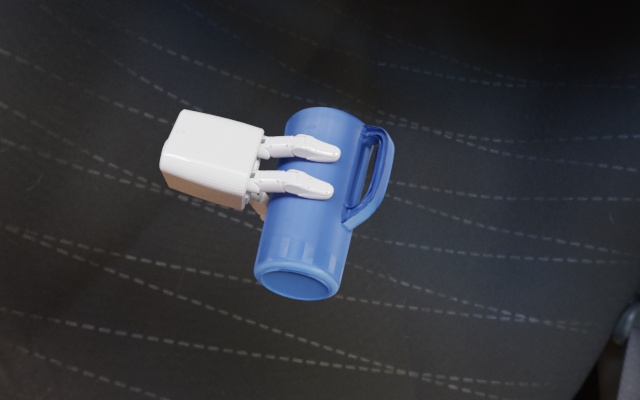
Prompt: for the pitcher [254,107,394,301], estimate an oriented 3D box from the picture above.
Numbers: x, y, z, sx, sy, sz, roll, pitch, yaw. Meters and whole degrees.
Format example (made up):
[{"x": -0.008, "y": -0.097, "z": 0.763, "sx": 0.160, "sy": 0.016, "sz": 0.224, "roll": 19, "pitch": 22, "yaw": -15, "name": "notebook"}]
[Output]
[{"x": 0.000, "y": 0.002, "z": 0.638, "sx": 0.145, "sy": 0.242, "sz": 0.149, "roll": 17, "pitch": -32, "yaw": -8, "name": "pitcher"}]
